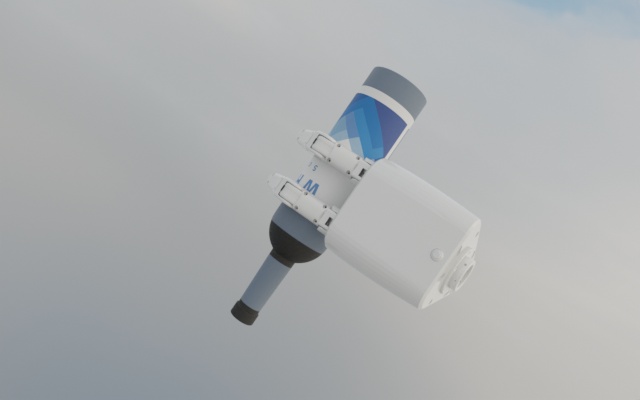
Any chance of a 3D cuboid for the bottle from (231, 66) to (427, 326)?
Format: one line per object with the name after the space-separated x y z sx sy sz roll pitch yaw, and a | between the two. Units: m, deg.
0.000 0.001 0.499 0.069 0.295 0.069 34 0 0 | bottle
